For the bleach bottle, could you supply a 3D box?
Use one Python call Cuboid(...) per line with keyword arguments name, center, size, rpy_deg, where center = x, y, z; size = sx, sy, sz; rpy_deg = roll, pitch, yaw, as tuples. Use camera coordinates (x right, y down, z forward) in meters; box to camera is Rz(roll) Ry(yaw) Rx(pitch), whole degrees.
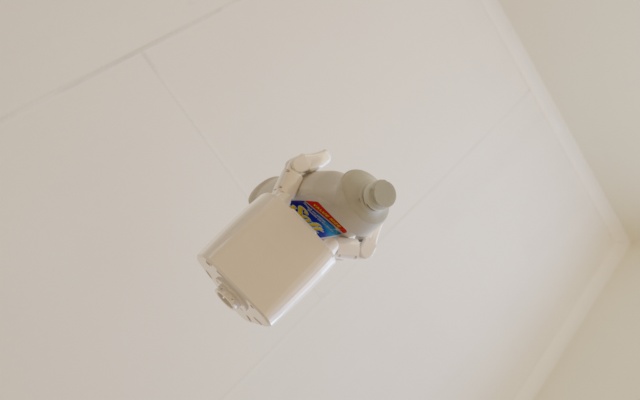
Cuboid(name="bleach bottle", center=(0.000, 0.002, 0.588), size=(0.068, 0.102, 0.251), rpy_deg=(-42, 14, -27))
